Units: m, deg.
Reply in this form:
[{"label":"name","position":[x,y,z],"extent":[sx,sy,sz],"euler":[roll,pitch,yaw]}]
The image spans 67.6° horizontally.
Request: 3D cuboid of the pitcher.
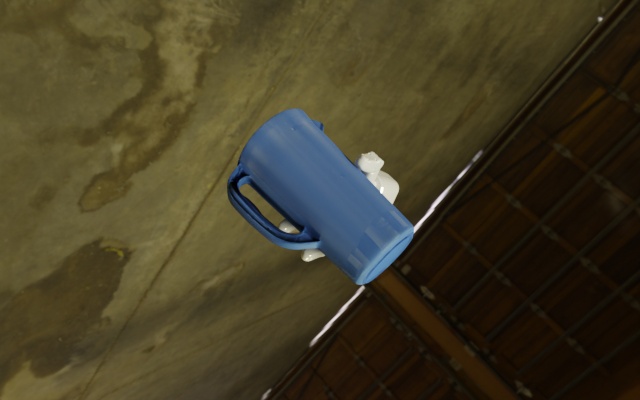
[{"label":"pitcher","position":[0.000,0.002,0.657],"extent":[0.242,0.149,0.145],"euler":[45,16,18]}]
